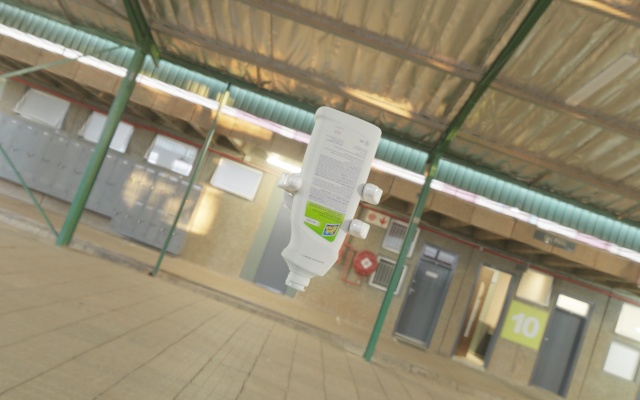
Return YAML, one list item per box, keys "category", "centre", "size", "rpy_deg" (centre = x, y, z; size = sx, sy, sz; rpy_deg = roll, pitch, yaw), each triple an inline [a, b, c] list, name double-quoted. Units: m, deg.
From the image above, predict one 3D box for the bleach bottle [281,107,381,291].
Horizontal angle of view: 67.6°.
- category: "bleach bottle"
  centre: [0.000, 0.002, 0.679]
  size: [0.102, 0.251, 0.068]
  rpy_deg: [21, -5, -3]
